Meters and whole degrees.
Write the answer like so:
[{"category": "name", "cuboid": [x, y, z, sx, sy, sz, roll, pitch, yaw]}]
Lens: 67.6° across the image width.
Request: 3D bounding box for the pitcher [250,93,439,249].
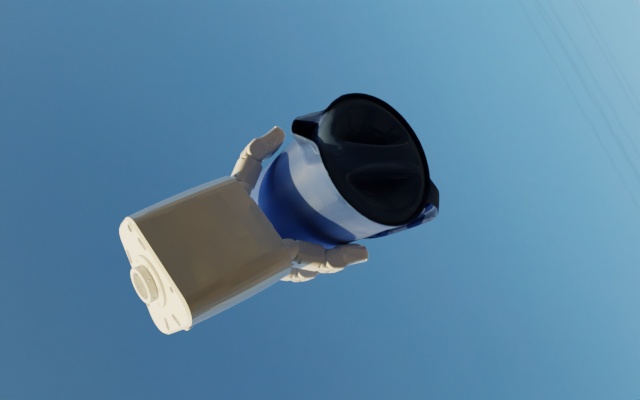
[{"category": "pitcher", "cuboid": [0.000, 0.002, 0.531, 0.145, 0.149, 0.243, -28, -2, -39]}]
